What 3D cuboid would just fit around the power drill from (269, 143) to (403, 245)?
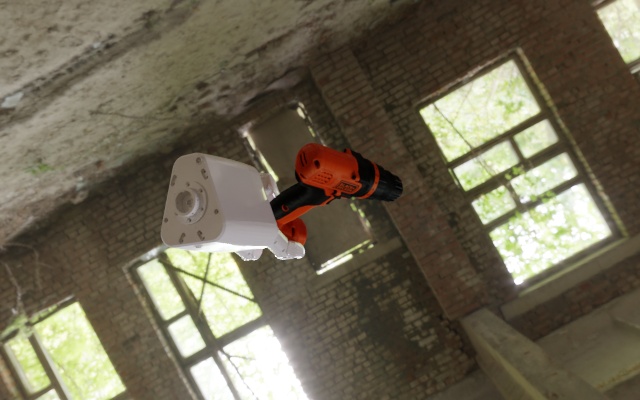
[{"bbox_3d":[0.000,0.002,0.657,0.184,0.057,0.188,17,-44,-42],"label":"power drill"}]
